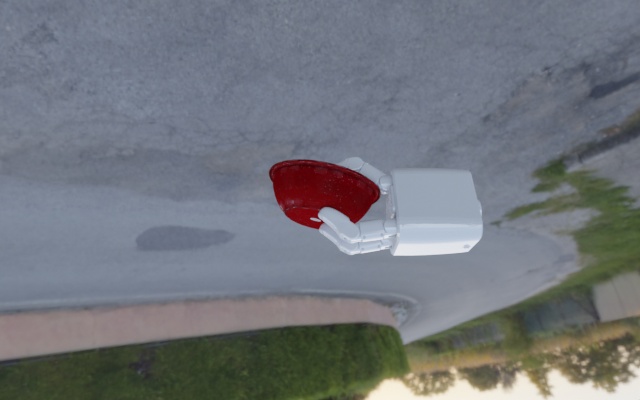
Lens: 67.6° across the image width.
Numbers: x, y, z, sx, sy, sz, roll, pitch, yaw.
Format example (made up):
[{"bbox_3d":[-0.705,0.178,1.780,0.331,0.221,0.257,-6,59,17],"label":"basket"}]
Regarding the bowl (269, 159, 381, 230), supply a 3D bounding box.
[{"bbox_3d":[-0.001,0.002,0.669,0.162,0.055,0.162,11,-19,4],"label":"bowl"}]
